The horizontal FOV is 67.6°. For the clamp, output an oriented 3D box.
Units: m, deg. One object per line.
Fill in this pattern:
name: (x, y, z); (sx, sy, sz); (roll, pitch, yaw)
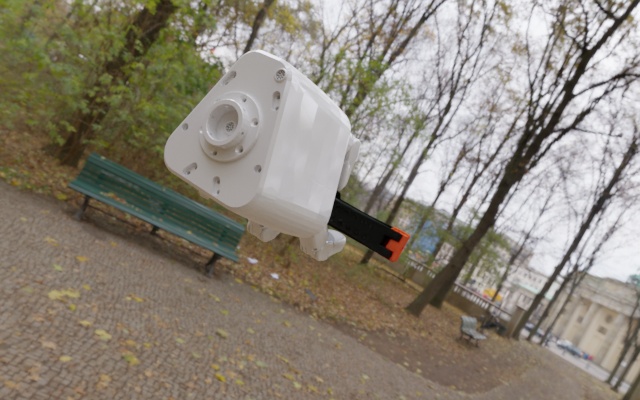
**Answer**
clamp: (0.001, 0.001, 0.490); (0.210, 0.036, 0.164); (29, 2, 26)
